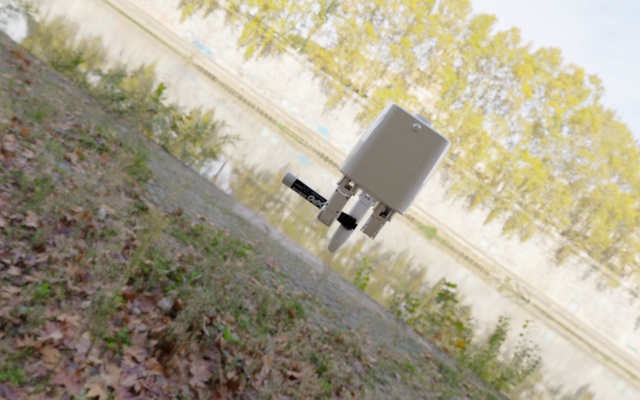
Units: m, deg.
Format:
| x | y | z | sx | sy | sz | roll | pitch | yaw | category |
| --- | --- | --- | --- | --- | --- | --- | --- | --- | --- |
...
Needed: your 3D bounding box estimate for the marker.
| x | y | z | sx | sy | sz | roll | pitch | yaw | category |
| --- | --- | --- | --- | --- | --- | --- | --- | --- | --- |
| 0.000 | 0.002 | 0.659 | 0.121 | 0.020 | 0.020 | 35 | 3 | 5 | marker |
